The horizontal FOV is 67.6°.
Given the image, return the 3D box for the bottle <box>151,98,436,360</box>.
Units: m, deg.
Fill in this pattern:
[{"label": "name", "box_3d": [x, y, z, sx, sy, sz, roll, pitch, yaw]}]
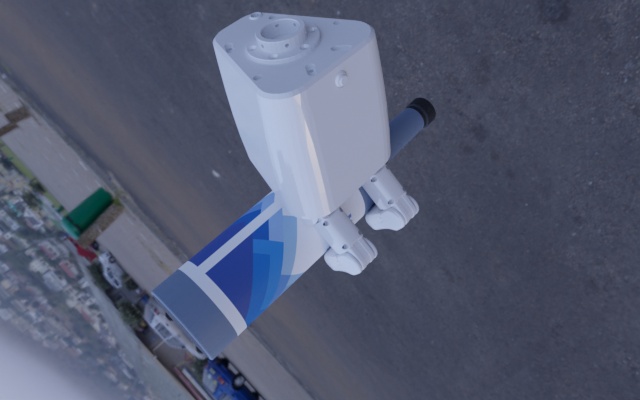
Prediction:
[{"label": "bottle", "box_3d": [0.000, 0.002, 0.403, 0.295, 0.069, 0.069, -42, 20, -24]}]
